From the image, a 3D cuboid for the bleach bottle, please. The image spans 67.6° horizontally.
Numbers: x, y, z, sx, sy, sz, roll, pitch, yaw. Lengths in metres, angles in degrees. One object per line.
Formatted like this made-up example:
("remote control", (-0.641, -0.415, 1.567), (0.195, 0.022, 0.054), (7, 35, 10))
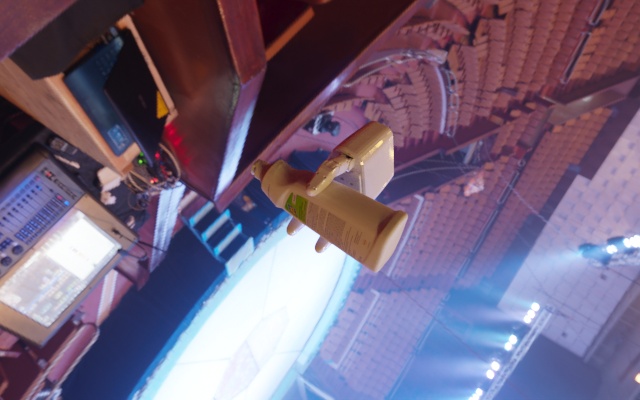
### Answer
("bleach bottle", (0.000, 0.002, 0.715), (0.251, 0.103, 0.068), (32, 49, 19))
